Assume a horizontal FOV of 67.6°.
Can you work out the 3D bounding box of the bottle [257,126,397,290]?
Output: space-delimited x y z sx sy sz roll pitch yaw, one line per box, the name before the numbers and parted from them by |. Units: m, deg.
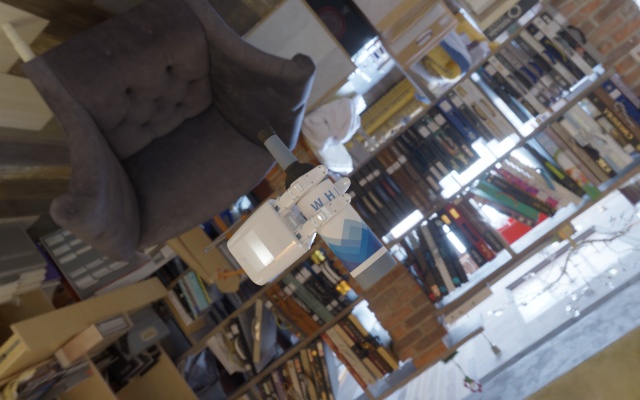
bottle | 0.000 0.003 0.747 0.069 0.295 0.069 -38 -8 -6
